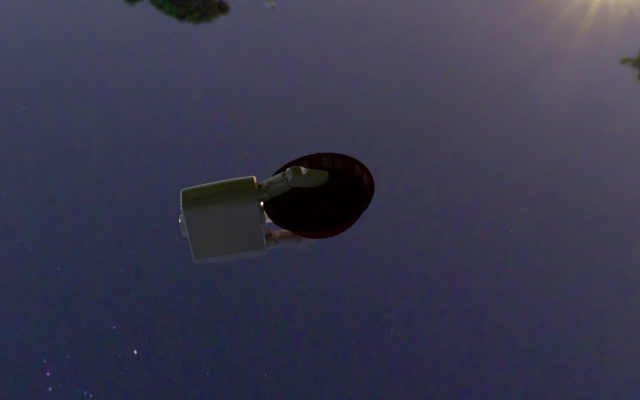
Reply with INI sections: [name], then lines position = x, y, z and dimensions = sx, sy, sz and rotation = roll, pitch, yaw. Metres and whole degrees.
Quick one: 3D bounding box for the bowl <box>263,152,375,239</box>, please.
[bowl]
position = 0.002, 0.002, 0.694
dimensions = 0.162, 0.162, 0.055
rotation = 0, -44, 13
